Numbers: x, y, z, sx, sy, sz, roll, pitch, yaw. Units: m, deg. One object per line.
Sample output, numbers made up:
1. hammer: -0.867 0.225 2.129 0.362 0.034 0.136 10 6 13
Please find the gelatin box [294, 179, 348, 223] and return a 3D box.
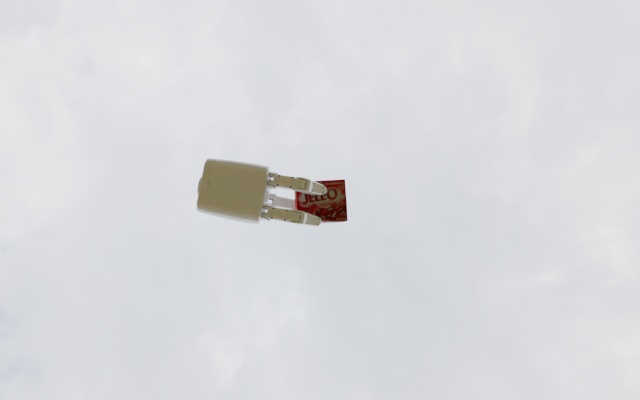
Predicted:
1. gelatin box: 0.000 0.003 0.826 0.089 0.073 0.030 -3 -5 -9
